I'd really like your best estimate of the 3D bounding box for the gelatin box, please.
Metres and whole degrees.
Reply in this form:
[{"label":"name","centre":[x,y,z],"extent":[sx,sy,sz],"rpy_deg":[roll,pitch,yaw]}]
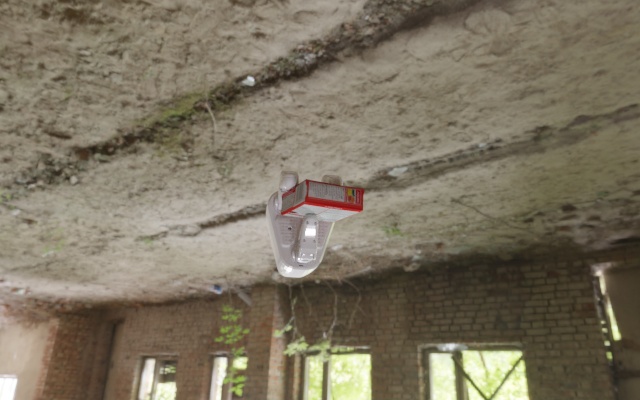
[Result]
[{"label":"gelatin box","centre":[0.000,0.002,0.572],"extent":[0.073,0.030,0.089],"rpy_deg":[9,-14,-21]}]
